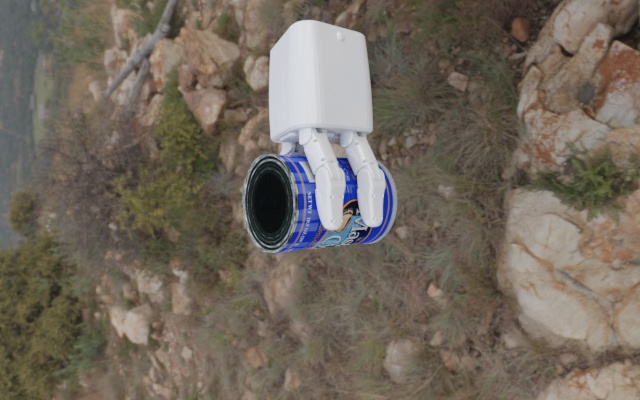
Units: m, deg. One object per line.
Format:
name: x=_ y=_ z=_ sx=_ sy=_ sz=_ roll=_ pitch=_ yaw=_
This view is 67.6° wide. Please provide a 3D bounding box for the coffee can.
coffee can: x=0.000 y=0.002 z=0.529 sx=0.140 sy=0.103 sz=0.103 roll=-2 pitch=1 yaw=-39
